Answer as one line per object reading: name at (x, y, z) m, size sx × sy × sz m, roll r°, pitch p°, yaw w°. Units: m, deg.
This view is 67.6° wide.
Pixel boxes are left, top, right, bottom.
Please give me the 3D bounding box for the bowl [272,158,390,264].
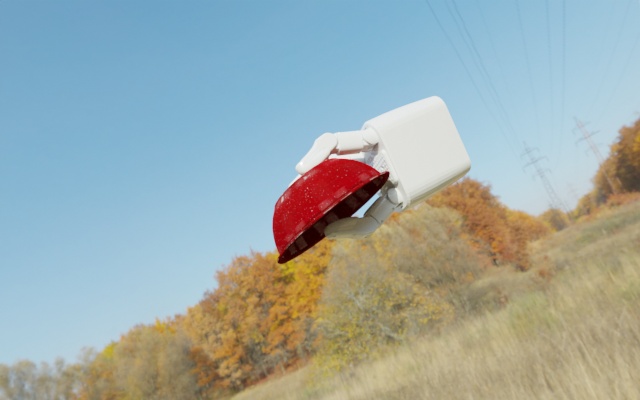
bowl at (-0.001, 0.002, 0.543) m, size 0.162 × 0.055 × 0.162 m, roll -38°, pitch -10°, yaw -8°
